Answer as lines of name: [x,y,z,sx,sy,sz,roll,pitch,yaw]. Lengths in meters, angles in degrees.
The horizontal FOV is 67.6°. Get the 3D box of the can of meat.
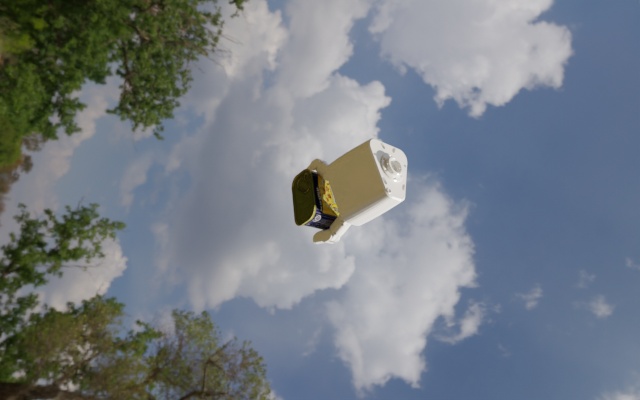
can of meat: [0.000,0.003,0.863,0.084,0.102,0.057,16,-36,-36]
